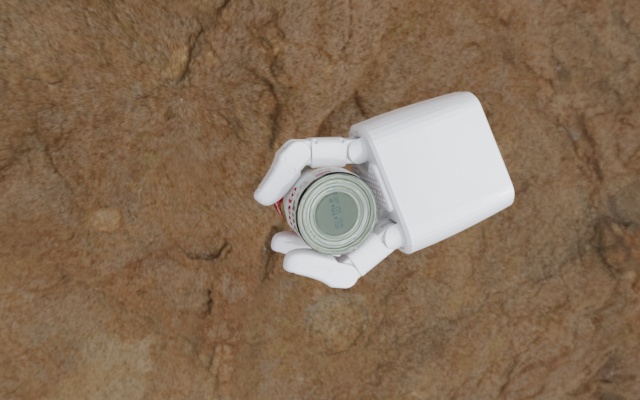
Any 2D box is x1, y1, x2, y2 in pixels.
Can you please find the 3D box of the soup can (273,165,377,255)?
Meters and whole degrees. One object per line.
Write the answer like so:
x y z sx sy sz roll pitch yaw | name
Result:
0.000 0.001 0.411 0.068 0.068 0.102 0 12 -16 | soup can
